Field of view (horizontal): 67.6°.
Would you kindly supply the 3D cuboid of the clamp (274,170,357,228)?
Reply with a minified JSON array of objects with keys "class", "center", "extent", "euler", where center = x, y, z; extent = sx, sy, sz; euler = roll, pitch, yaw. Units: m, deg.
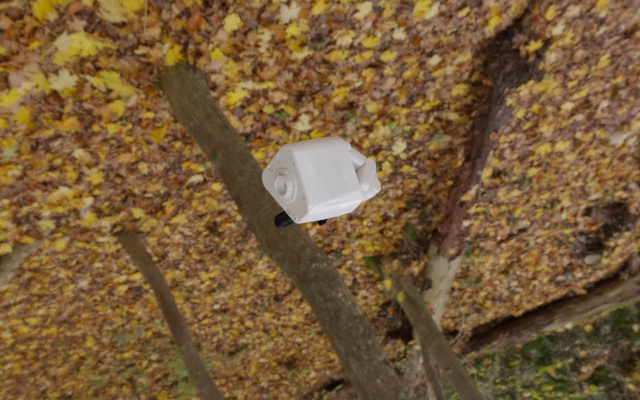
[{"class":"clamp","center":[0.001,0.003,0.812],"extent":[0.120,0.039,0.171],"euler":[-12,-24,-42]}]
